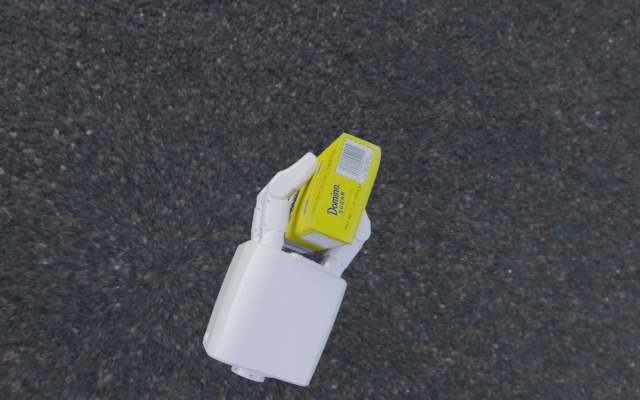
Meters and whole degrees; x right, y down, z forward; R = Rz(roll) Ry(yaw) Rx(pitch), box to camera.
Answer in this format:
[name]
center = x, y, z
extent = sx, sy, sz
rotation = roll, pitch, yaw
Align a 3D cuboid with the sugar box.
[sugar box]
center = 0.000, 0.002, 0.488
extent = 0.048, 0.093, 0.176
rotation = 23, -15, -13
